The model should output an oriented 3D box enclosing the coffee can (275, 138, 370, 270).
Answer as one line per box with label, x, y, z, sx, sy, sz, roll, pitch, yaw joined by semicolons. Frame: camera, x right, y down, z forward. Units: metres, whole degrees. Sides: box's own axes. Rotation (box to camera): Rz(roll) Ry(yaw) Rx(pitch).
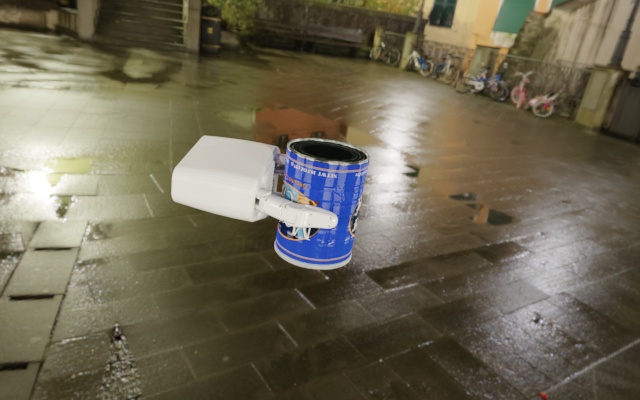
coffee can;0.000;0.002;0.608;0.103;0.140;0.102;8;21;-3
